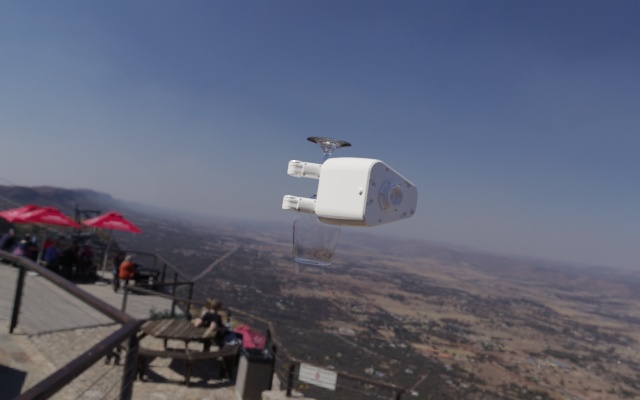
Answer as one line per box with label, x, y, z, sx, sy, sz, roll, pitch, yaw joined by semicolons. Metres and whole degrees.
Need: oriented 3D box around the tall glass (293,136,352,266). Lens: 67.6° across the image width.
tall glass;0.000;0.002;0.775;0.079;0.201;0.079;8;-2;0
